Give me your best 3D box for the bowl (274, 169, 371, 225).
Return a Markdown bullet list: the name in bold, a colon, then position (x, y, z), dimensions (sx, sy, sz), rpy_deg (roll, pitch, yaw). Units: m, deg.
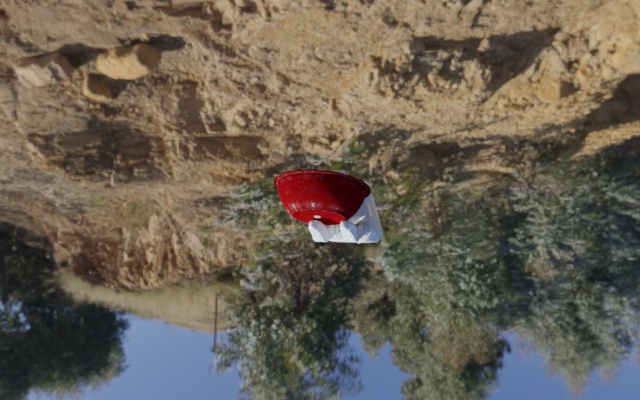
- **bowl**: position (-0.001, 0.003, 0.782), dimensions (0.162, 0.055, 0.162), rpy_deg (6, -17, 2)
